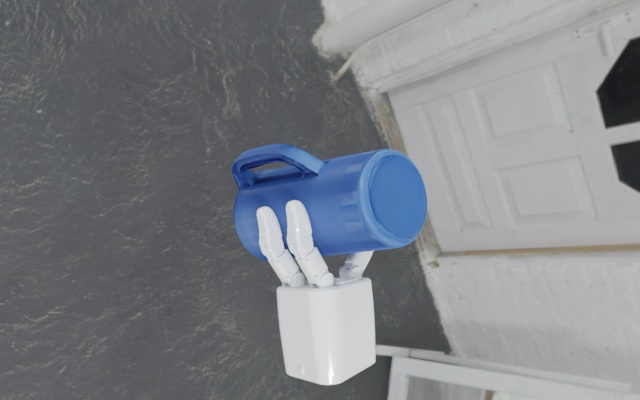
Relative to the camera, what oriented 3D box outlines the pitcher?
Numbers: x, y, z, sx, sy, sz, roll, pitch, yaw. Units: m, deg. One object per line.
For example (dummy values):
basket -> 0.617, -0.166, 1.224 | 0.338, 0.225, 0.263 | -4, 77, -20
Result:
pitcher -> 0.000, 0.002, 0.592 | 0.149, 0.145, 0.243 | 1, -7, -40
